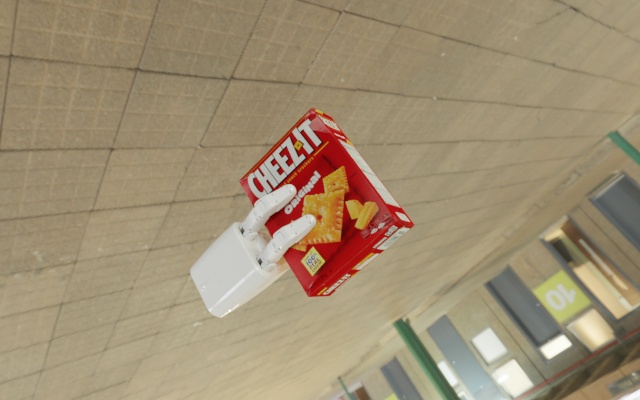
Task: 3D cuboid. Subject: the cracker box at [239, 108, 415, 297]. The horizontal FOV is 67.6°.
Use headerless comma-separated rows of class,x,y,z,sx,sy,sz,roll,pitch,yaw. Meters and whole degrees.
cracker box,0.000,0.002,0.675,0.164,0.213,0.072,-42,-25,17
